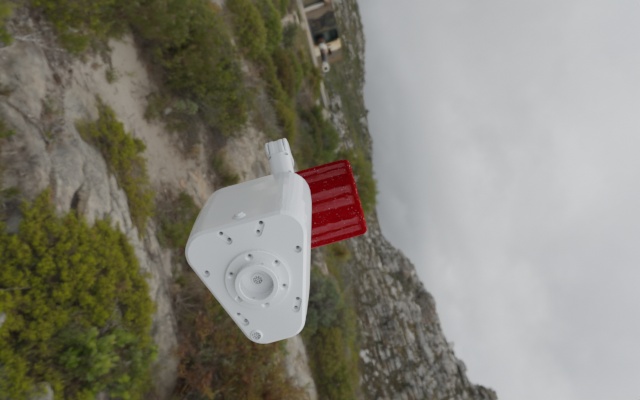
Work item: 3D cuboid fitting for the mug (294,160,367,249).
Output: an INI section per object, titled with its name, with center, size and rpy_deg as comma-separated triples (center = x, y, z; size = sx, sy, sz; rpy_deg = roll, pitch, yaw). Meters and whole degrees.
[mug]
center = 0.000, 0.001, 0.513
size = 0.081, 0.093, 0.117
rpy_deg = -15, 18, 3
